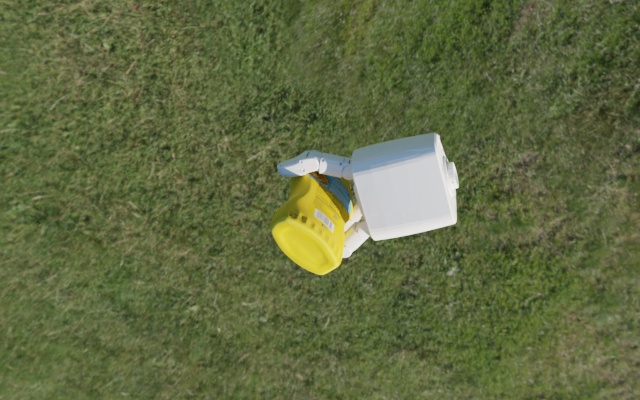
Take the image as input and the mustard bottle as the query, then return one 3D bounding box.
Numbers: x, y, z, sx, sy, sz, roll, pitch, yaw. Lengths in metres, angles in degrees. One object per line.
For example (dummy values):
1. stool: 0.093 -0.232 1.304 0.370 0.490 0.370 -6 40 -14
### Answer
1. mustard bottle: 0.000 0.002 0.635 0.058 0.096 0.191 -37 20 33
